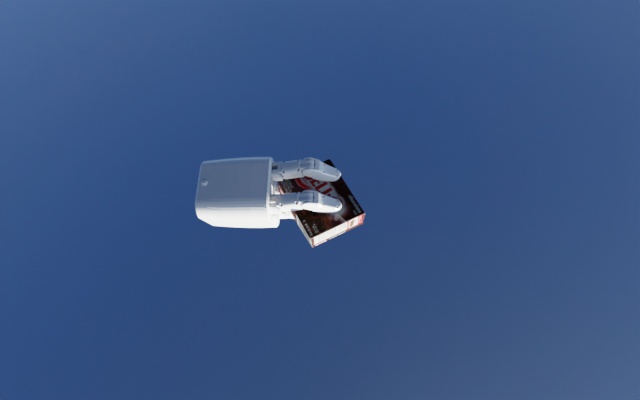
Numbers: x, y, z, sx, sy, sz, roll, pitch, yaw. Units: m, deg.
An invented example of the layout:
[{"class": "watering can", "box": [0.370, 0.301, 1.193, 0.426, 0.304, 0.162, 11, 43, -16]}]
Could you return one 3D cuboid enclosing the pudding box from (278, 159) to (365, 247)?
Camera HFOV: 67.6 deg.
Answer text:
[{"class": "pudding box", "box": [0.000, 0.002, 0.713, 0.090, 0.113, 0.039, -25, -26, -12]}]
